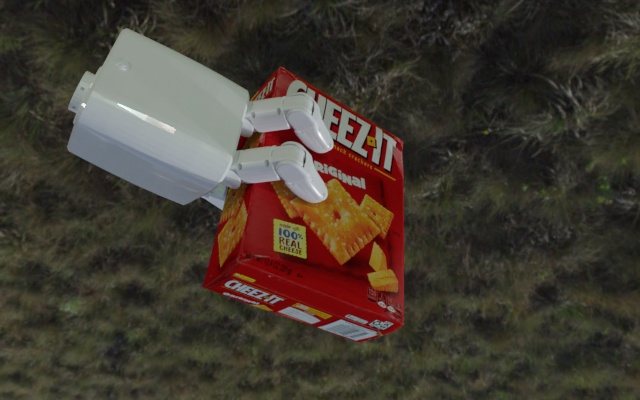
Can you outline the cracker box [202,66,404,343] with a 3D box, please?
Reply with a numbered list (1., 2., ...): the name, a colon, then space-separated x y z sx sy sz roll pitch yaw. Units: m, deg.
1. cracker box: 0.000 0.002 0.443 0.164 0.213 0.072 27 -39 -26
